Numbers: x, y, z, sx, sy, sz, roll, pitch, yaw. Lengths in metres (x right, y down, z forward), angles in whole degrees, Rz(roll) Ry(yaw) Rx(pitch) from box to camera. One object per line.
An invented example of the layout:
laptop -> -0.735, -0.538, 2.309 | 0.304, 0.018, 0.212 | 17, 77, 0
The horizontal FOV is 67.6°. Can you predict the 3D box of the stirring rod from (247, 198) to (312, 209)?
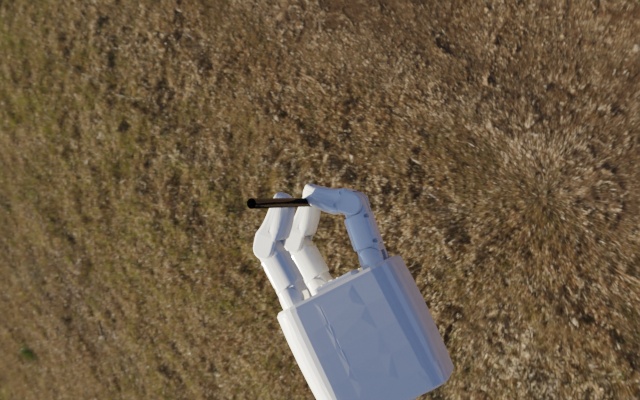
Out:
stirring rod -> 0.000, 0.002, 0.459 | 0.011, 0.011, 0.239 | 0, 0, 25
